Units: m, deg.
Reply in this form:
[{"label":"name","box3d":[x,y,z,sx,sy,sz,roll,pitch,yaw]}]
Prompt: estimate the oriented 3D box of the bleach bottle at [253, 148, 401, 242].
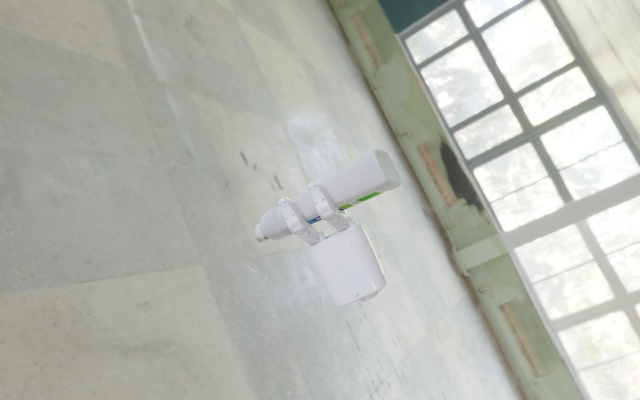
[{"label":"bleach bottle","box3d":[0.000,0.002,0.773,0.251,0.068,0.102,-28,-8,21]}]
